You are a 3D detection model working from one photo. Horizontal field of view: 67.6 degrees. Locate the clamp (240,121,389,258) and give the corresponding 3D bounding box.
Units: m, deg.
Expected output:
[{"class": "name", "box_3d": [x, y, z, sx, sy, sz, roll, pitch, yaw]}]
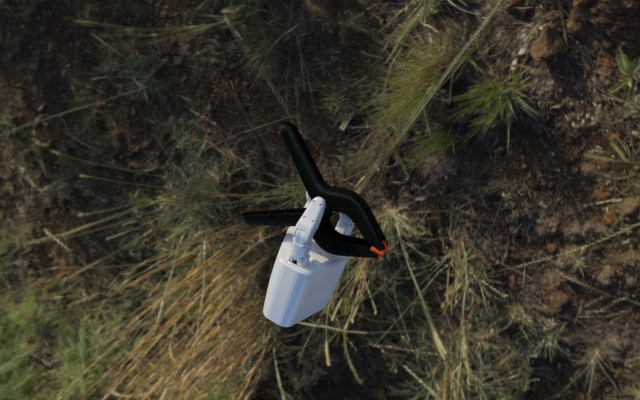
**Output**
[{"class": "clamp", "box_3d": [0.000, 0.003, 0.630, 0.210, 0.165, 0.036, 27, 27, 14]}]
